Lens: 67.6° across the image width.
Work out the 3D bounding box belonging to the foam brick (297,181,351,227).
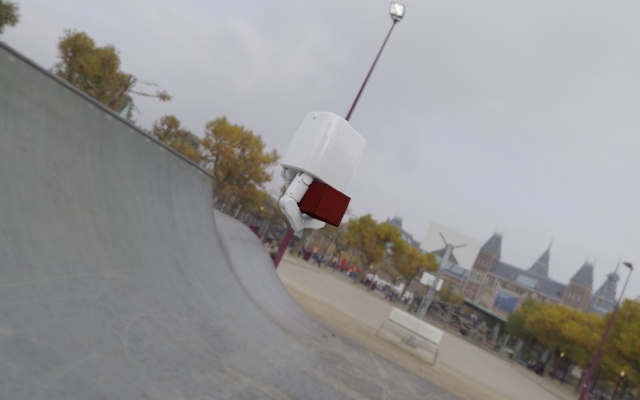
[{"bbox_3d":[0.000,0.003,0.757,0.053,0.051,0.078,31,-7,-32],"label":"foam brick"}]
